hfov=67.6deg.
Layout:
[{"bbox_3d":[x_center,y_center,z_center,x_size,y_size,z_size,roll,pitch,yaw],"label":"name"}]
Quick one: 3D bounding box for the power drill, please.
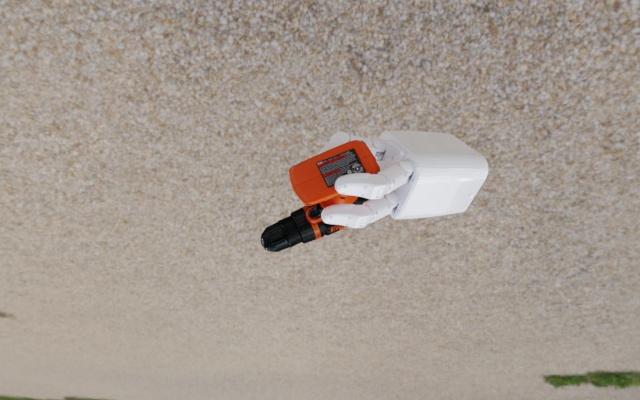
[{"bbox_3d":[0.000,0.002,0.633,0.184,0.057,0.188,-25,-16,-10],"label":"power drill"}]
